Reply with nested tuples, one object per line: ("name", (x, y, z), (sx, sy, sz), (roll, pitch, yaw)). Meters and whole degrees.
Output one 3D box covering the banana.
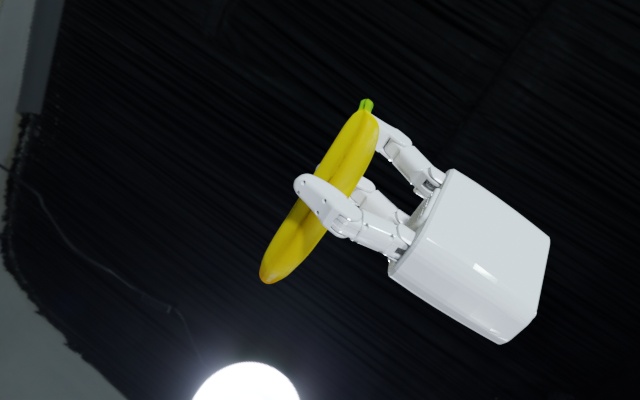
("banana", (0.001, 0.000, 0.420), (0.037, 0.198, 0.069), (32, 7, 0))
